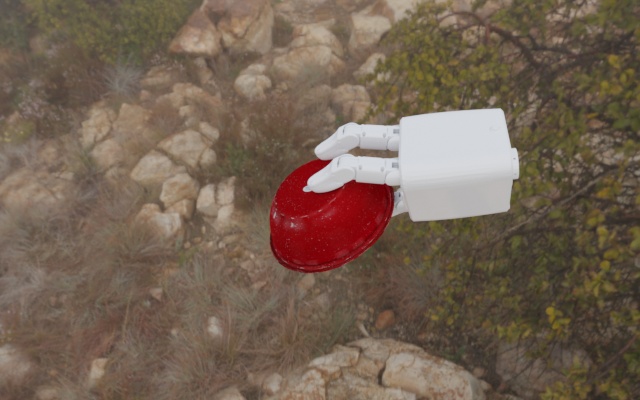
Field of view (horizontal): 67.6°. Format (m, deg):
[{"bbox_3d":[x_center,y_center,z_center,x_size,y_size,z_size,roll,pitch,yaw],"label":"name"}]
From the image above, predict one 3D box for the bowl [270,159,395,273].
[{"bbox_3d":[-0.001,0.002,0.549,0.162,0.162,0.055,0,-41,35],"label":"bowl"}]
